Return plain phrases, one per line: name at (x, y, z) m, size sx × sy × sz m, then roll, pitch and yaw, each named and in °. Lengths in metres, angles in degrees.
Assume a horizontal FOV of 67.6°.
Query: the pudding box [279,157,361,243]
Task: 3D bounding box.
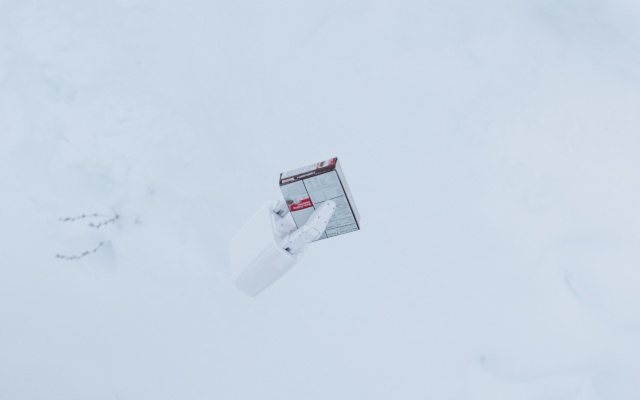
pudding box at (0.000, 0.002, 0.696) m, size 0.090 × 0.113 × 0.039 m, roll -16°, pitch 31°, yaw 12°
